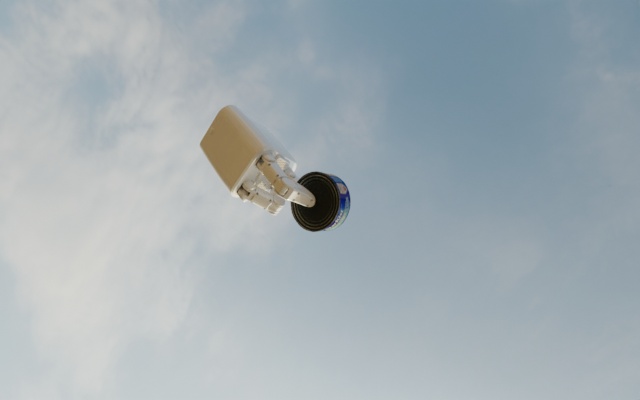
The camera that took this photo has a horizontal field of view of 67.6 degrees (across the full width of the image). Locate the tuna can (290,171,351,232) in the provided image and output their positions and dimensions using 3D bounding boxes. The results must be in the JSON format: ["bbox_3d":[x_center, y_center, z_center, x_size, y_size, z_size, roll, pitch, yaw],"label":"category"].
[{"bbox_3d":[0.000,0.002,0.688,0.086,0.086,0.034,0,-2,35],"label":"tuna can"}]
